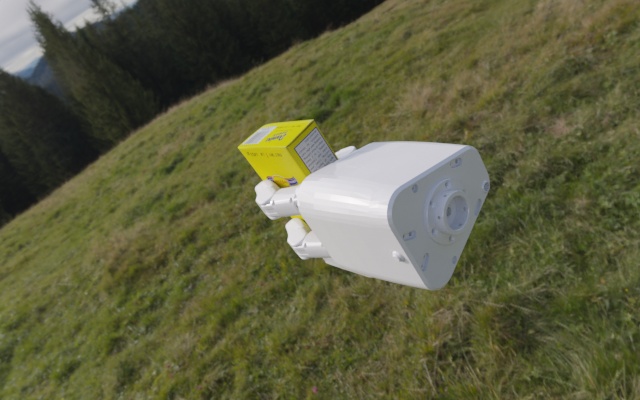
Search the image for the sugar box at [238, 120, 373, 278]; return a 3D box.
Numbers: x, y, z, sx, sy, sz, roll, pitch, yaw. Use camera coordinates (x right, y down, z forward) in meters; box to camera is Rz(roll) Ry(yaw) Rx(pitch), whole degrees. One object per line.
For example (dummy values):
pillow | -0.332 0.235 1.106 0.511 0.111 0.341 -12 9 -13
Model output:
sugar box | 0.000 0.002 0.485 0.048 0.176 0.093 -46 29 -24
